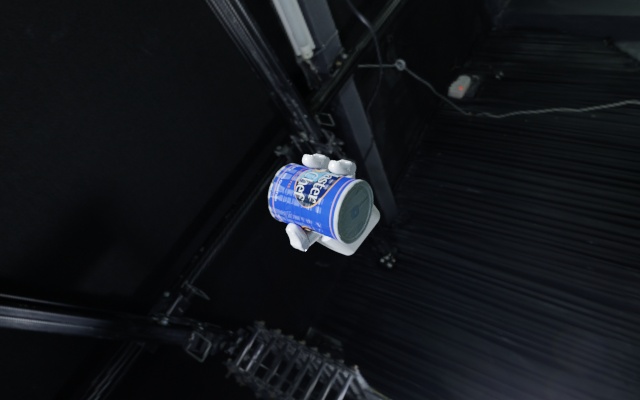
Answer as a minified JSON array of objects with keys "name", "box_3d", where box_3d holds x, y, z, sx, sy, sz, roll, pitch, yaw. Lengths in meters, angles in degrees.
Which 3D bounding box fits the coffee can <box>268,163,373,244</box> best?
[{"name":"coffee can","box_3d":[0.000,0.003,0.779,0.140,0.103,0.103,17,9,34]}]
